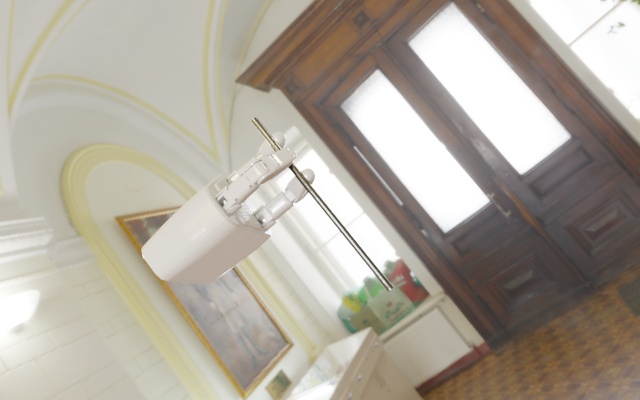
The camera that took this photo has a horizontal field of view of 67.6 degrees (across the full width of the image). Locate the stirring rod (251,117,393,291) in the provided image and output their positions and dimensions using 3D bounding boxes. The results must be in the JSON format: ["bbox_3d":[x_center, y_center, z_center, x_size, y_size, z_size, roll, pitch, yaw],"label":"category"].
[{"bbox_3d":[0.000,0.002,0.523,0.011,0.239,0.011,-38,-7,-5],"label":"stirring rod"}]
